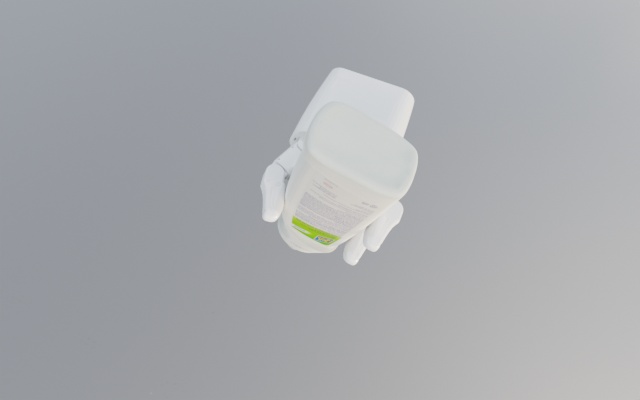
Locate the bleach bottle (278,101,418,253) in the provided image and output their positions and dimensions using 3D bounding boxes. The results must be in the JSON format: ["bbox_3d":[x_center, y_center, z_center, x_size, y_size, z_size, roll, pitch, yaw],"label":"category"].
[{"bbox_3d":[0.000,0.002,0.504,0.102,0.068,0.251,29,-27,-7],"label":"bleach bottle"}]
